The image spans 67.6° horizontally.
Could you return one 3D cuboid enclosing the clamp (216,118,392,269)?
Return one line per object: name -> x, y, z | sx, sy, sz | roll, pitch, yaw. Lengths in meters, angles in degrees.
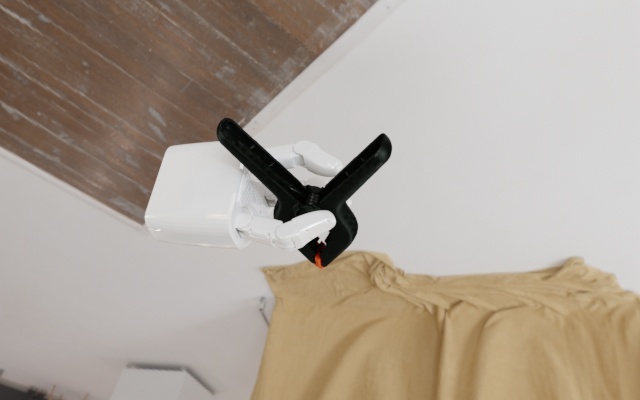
clamp -> 0.000, 0.003, 0.492 | 0.164, 0.036, 0.210 | 4, -41, 20
